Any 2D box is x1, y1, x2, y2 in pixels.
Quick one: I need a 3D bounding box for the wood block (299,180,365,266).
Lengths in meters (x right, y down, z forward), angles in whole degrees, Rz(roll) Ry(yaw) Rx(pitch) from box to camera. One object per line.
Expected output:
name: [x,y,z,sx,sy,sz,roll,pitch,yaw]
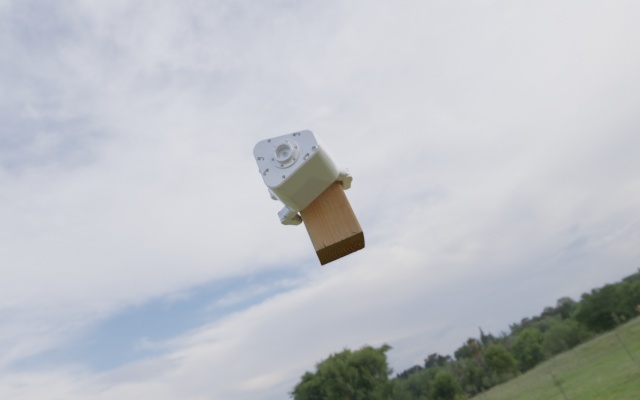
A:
wood block: [0.000,0.003,0.890,0.091,0.206,0.090,-22,-25,-3]
